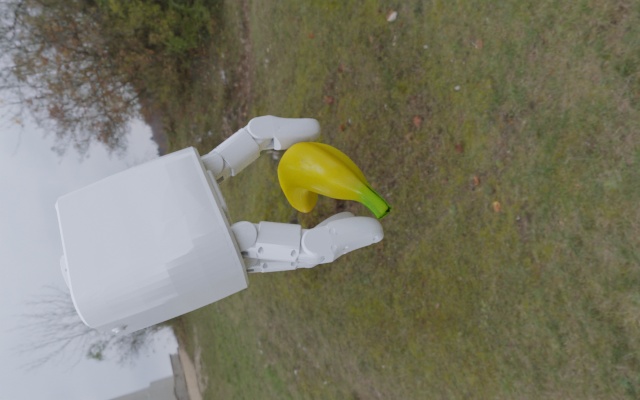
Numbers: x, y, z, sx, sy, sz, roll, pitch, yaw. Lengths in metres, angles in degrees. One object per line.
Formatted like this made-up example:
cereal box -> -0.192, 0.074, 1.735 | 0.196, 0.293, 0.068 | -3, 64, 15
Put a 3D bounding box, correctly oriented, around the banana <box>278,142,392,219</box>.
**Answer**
banana -> -0.008, -0.015, 0.397 | 0.037, 0.069, 0.198 | -31, 9, -13
